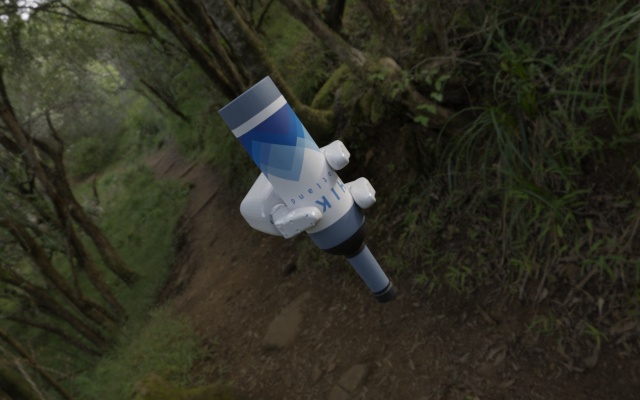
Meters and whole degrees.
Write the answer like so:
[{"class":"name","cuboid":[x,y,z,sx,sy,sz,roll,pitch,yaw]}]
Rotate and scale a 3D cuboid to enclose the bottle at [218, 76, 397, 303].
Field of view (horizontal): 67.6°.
[{"class":"bottle","cuboid":[0.000,0.002,0.547,0.069,0.296,0.069,-33,16,11]}]
